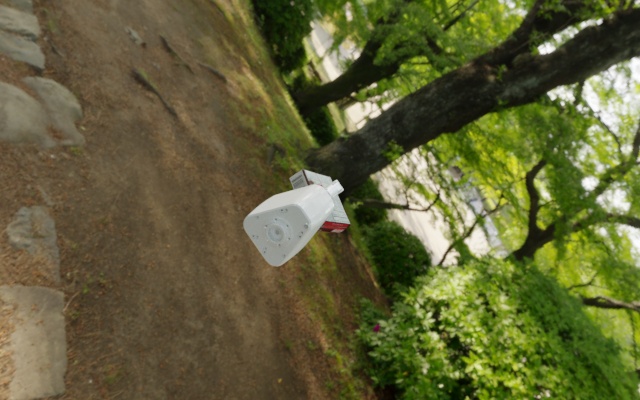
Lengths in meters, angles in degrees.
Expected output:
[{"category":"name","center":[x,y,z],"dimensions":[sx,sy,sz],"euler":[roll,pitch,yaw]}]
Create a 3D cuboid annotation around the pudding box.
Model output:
[{"category":"pudding box","center":[0.000,0.003,0.874],"dimensions":[0.039,0.113,0.090],"euler":[-33,-25,27]}]
